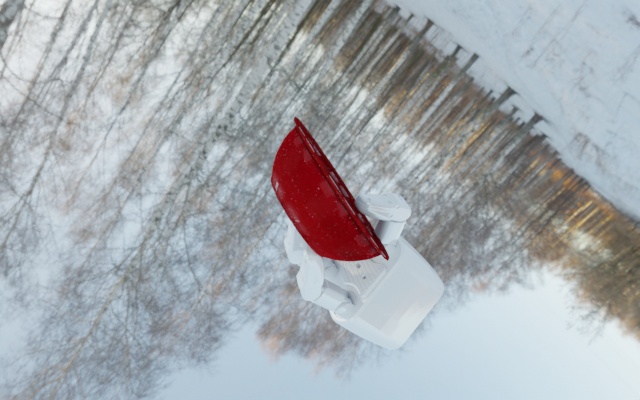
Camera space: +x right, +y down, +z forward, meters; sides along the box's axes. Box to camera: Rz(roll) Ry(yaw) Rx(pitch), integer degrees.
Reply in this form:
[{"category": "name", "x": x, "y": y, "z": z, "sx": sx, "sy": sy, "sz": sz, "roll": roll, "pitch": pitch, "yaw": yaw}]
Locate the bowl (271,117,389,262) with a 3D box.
[{"category": "bowl", "x": -0.001, "y": 0.001, "z": 0.459, "sx": 0.055, "sy": 0.162, "sz": 0.162, "roll": -33, "pitch": -4, "yaw": 5}]
